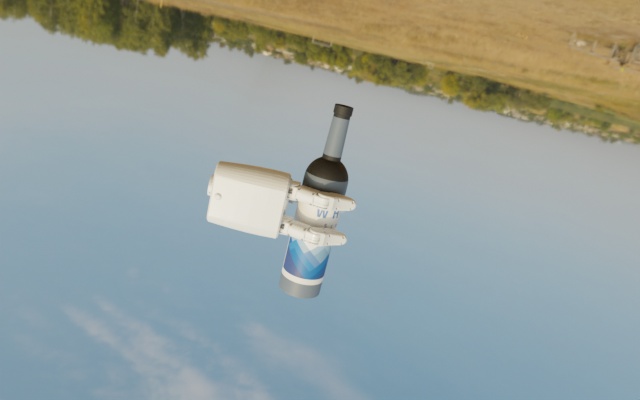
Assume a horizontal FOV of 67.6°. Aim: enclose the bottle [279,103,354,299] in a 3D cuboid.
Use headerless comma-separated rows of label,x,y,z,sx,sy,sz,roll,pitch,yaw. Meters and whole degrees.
bottle,0.000,0.003,0.720,0.069,0.296,0.069,13,16,-4
